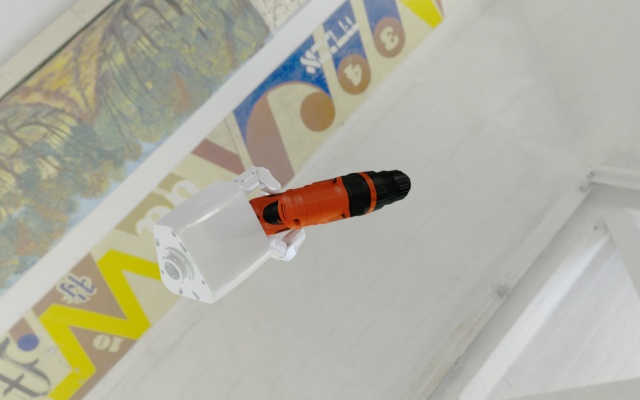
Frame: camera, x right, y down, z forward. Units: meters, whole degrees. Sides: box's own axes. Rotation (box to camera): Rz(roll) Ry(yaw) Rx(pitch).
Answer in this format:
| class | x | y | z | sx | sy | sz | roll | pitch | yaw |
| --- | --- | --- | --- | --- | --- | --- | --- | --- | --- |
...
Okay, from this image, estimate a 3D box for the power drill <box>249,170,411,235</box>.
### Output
| class | x | y | z | sx | sy | sz | roll | pitch | yaw |
| --- | --- | --- | --- | --- | --- | --- | --- | --- | --- |
| power drill | 0.000 | 0.002 | 0.622 | 0.184 | 0.057 | 0.188 | -11 | -3 | -33 |
